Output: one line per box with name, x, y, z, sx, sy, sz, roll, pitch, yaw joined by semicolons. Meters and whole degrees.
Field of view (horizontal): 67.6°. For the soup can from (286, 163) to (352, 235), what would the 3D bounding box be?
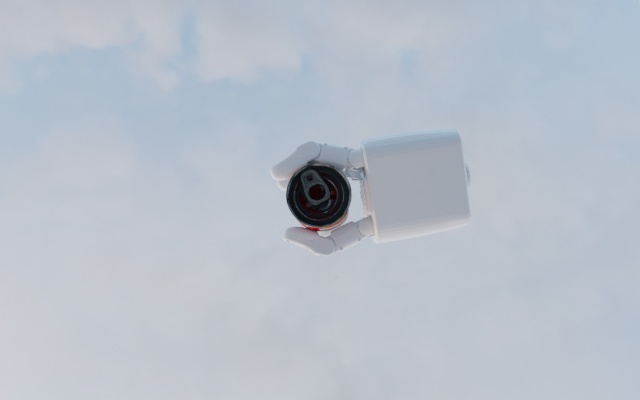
soup can;0.000;0.002;0.539;0.068;0.068;0.102;0;-9;2
